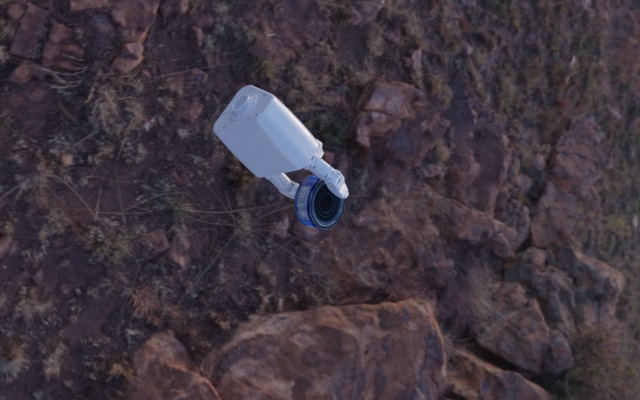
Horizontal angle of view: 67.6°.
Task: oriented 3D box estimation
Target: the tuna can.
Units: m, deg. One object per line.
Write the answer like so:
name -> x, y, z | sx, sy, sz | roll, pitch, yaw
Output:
tuna can -> 0.001, 0.003, 0.755 | 0.034, 0.086, 0.086 | 9, 6, 42
